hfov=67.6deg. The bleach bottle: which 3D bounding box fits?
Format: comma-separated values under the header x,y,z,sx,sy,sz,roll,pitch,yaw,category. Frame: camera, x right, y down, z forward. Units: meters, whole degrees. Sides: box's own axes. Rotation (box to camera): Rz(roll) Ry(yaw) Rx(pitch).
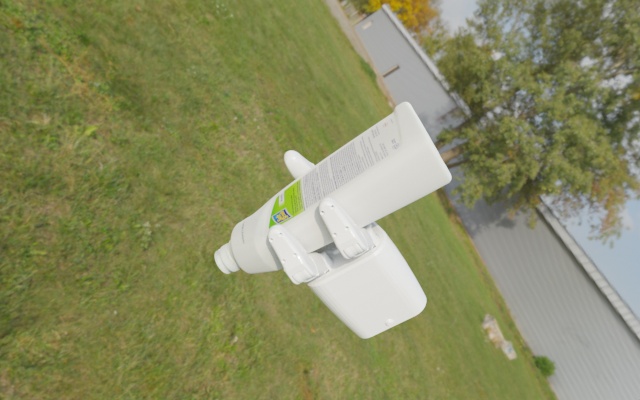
x,y,z,sx,sy,sz,roll,pitch,yaw,category
0.000,0.002,0.489,0.251,0.068,0.102,-30,30,15,bleach bottle
